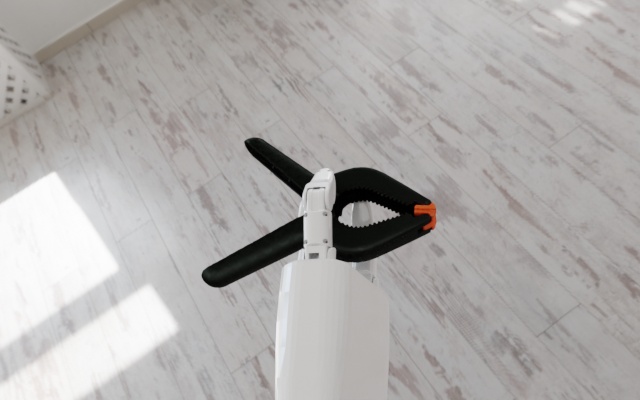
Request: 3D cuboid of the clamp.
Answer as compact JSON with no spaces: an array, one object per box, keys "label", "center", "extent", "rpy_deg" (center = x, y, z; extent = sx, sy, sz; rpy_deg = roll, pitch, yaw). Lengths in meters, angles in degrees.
[{"label":"clamp","center":[0.000,0.001,0.449],"extent":[0.210,0.164,0.036],"rpy_deg":[-3,-31,12]}]
